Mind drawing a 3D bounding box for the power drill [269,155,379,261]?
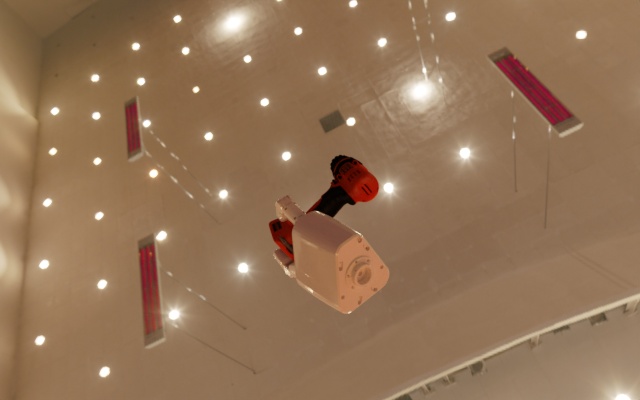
[{"bbox_3d":[0.000,0.003,0.788,0.057,0.187,0.184,46,3,-18],"label":"power drill"}]
